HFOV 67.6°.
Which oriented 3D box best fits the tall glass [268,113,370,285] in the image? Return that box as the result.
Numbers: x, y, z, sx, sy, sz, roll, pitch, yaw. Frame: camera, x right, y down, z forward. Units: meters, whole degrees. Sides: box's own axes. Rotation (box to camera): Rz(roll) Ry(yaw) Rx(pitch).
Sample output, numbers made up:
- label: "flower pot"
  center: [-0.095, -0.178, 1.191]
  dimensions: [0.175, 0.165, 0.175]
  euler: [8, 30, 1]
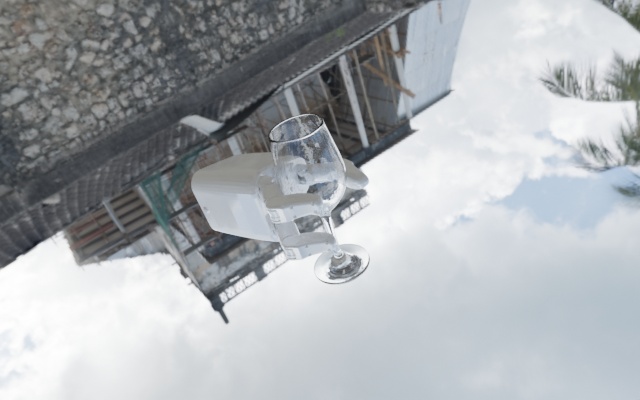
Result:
- label: "tall glass"
  center: [0.000, 0.002, 0.560]
  dimensions: [0.079, 0.201, 0.079]
  euler: [-13, 33, 9]
